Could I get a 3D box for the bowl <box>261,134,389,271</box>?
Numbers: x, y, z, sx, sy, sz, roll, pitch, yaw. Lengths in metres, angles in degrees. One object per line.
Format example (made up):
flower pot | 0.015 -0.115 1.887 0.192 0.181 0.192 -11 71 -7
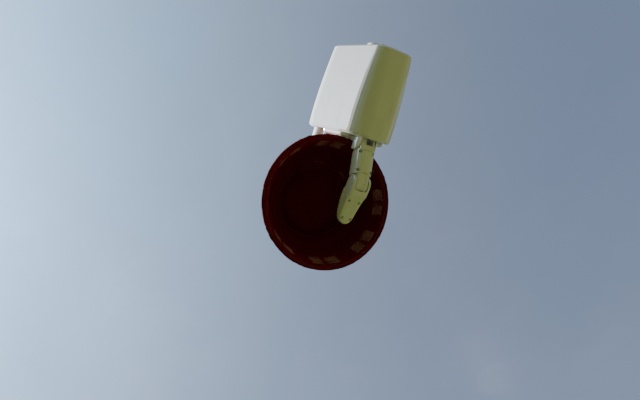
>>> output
bowl | -0.001 0.003 0.584 0.162 0.162 0.055 0 1 -22
